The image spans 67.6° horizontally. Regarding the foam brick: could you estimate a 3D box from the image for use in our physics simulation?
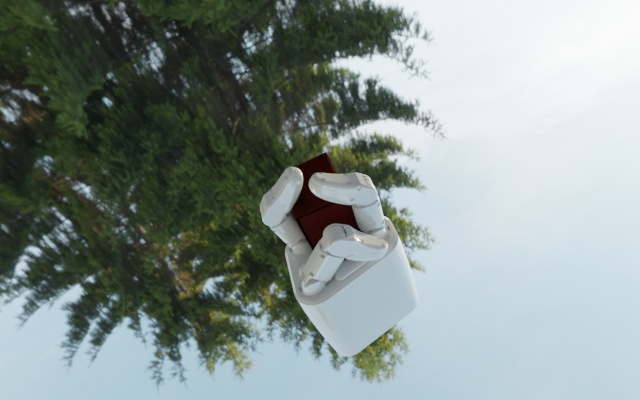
[{"bbox_3d":[0.000,0.001,0.468,0.053,0.051,0.078,-25,39,4],"label":"foam brick"}]
